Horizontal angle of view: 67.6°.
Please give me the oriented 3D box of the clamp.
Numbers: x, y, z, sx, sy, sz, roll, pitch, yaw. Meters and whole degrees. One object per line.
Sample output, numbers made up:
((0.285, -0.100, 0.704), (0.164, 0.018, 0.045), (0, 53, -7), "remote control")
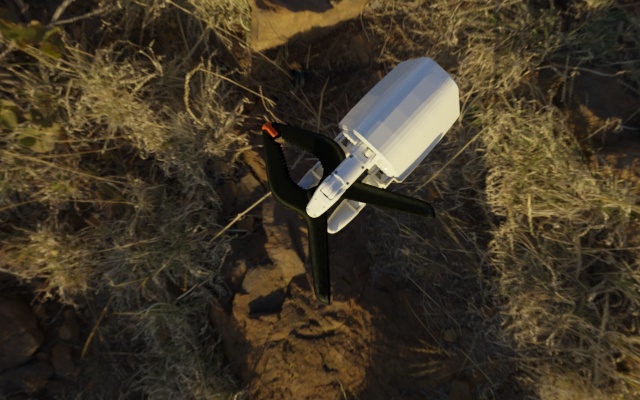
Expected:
((0.000, 0.001, 0.539), (0.210, 0.164, 0.036), (44, 3, 3), "clamp")
